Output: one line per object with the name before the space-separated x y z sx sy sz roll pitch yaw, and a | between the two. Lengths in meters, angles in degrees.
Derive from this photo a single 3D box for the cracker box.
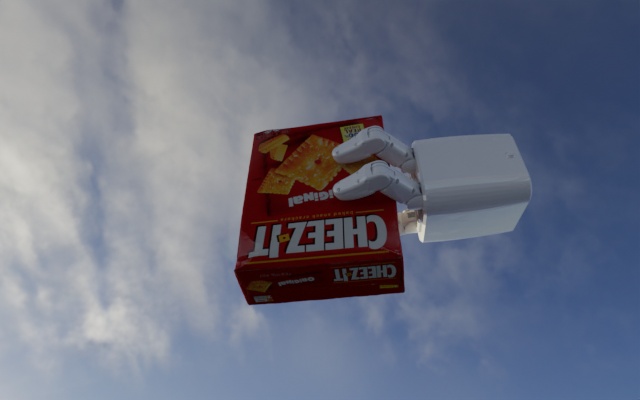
cracker box | 0.000 0.002 0.534 0.164 0.213 0.072 -6 -44 6
